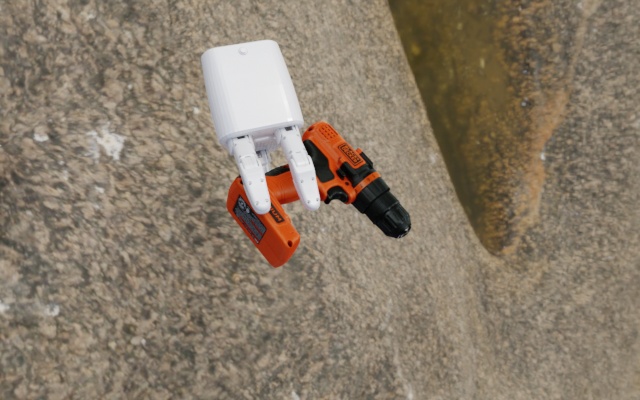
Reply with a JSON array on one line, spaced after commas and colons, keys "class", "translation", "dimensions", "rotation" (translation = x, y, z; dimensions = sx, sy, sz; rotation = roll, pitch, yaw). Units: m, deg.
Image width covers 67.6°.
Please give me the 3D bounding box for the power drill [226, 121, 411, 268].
[{"class": "power drill", "translation": [0.000, 0.002, 0.564], "dimensions": [0.187, 0.184, 0.057], "rotation": [-30, -19, -39]}]
